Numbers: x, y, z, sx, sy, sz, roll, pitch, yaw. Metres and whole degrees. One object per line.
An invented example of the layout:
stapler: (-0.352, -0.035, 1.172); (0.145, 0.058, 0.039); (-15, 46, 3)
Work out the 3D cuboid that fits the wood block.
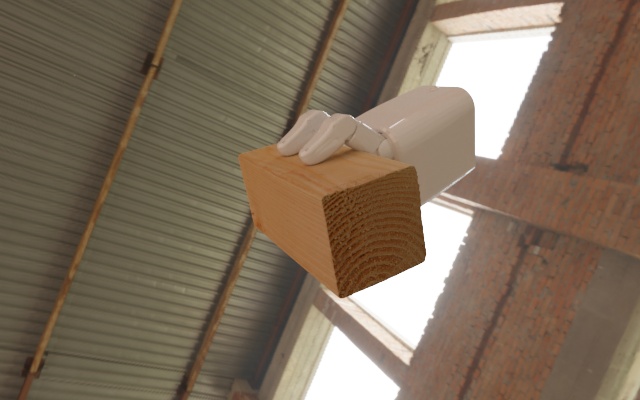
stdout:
wood block: (0.000, 0.002, 0.467); (0.090, 0.091, 0.206); (-19, 21, -21)
